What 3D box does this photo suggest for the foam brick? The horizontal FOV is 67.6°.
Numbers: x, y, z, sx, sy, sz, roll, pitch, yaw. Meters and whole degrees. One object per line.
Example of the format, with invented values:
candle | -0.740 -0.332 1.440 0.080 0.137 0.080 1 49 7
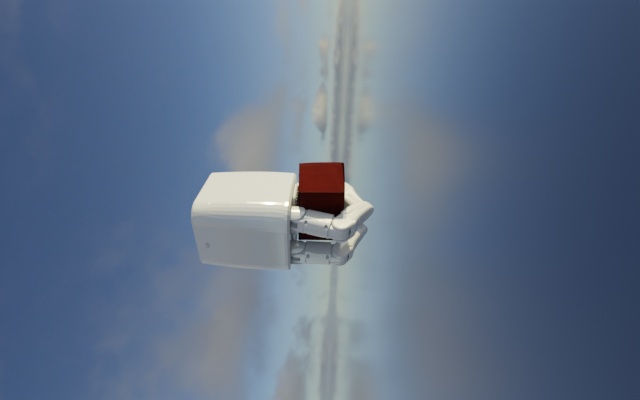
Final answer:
foam brick | 0.000 0.002 0.545 0.051 0.078 0.053 2 43 -1
